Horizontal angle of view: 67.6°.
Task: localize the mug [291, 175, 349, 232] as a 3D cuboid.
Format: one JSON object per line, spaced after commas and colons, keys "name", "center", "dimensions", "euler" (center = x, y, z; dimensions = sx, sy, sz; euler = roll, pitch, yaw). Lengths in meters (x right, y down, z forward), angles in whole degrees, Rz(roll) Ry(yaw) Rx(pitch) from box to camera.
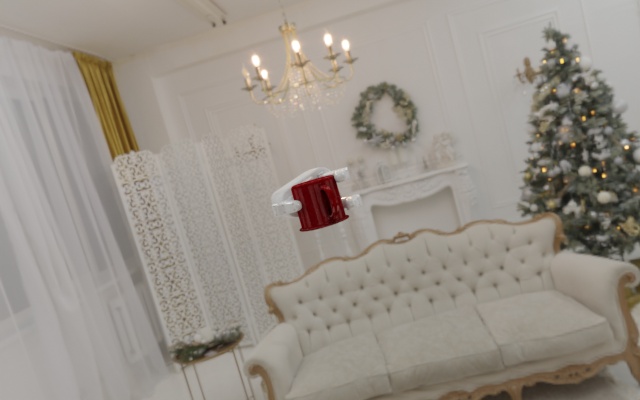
{"name": "mug", "center": [0.000, 0.003, 0.837], "dimensions": [0.093, 0.081, 0.117], "euler": [-18, 5, -19]}
